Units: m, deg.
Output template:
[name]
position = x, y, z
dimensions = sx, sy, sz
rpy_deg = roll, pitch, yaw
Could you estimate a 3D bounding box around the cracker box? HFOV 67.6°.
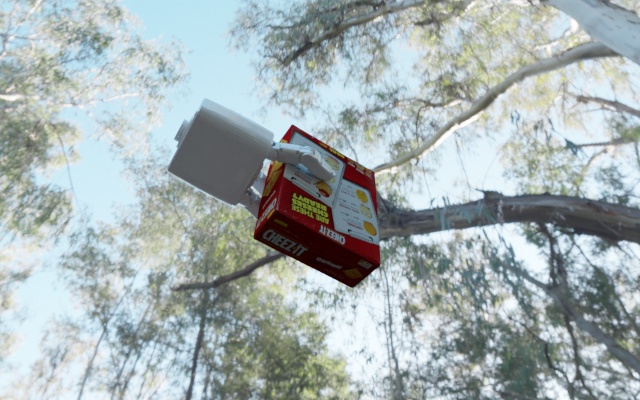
[cracker box]
position = 0.000, 0.002, 0.700
dimensions = 0.164, 0.213, 0.072
rpy_deg = 29, -55, -18
